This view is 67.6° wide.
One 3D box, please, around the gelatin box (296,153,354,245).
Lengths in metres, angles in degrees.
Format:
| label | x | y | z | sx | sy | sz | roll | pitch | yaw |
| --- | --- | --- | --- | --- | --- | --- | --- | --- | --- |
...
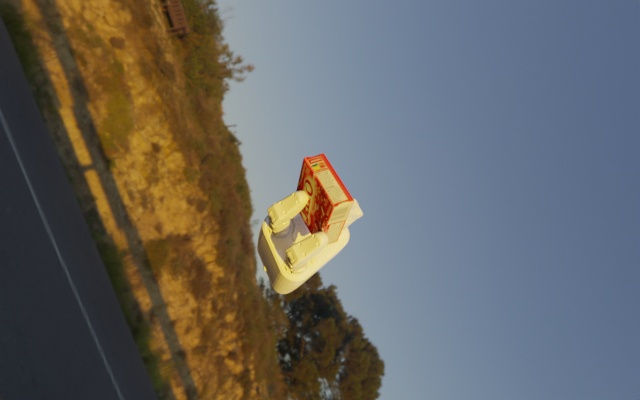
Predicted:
| label | x | y | z | sx | sy | sz | roll | pitch | yaw |
| --- | --- | --- | --- | --- | --- | --- | --- | --- | --- |
| gelatin box | 0.001 | 0.002 | 0.557 | 0.030 | 0.073 | 0.089 | -17 | -30 | -24 |
